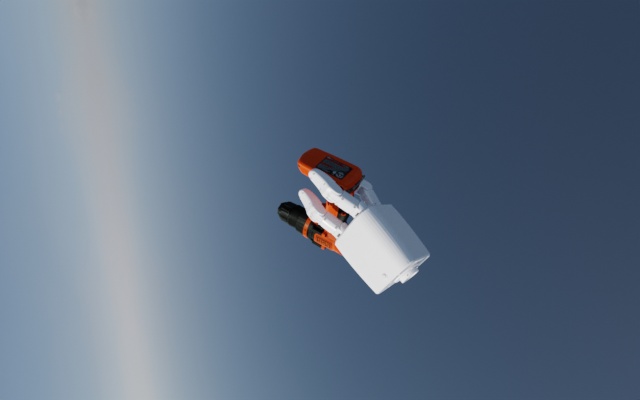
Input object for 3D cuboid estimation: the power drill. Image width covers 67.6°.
[{"bbox_3d":[0.000,0.003,0.830,0.184,0.188,0.057,25,51,21],"label":"power drill"}]
